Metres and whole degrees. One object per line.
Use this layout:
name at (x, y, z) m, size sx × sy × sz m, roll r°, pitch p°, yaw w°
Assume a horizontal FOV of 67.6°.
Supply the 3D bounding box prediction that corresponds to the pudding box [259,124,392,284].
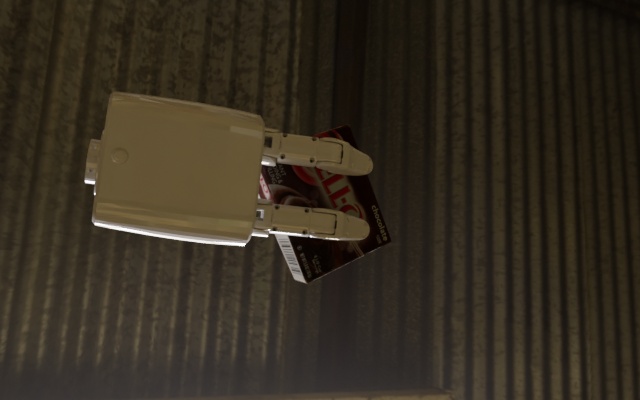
pudding box at (0.000, 0.001, 0.409) m, size 0.090 × 0.113 × 0.039 m, roll -23°, pitch 7°, yaw -24°
